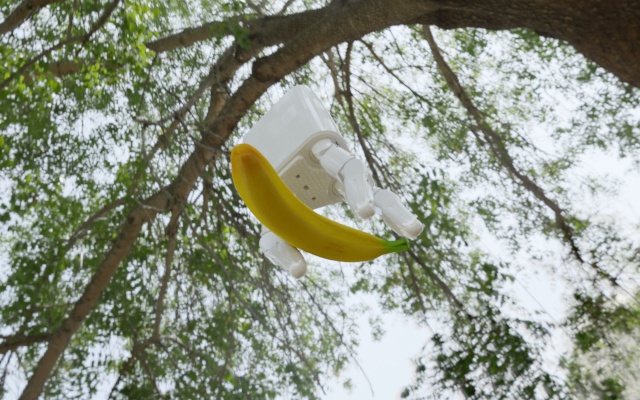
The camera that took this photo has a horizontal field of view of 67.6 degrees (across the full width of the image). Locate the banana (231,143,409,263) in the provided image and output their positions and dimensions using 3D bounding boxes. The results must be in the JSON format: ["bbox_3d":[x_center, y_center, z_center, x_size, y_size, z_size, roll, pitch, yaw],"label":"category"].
[{"bbox_3d":[-0.010,0.014,0.417,0.198,0.037,0.070,28,-58,-35],"label":"banana"}]
